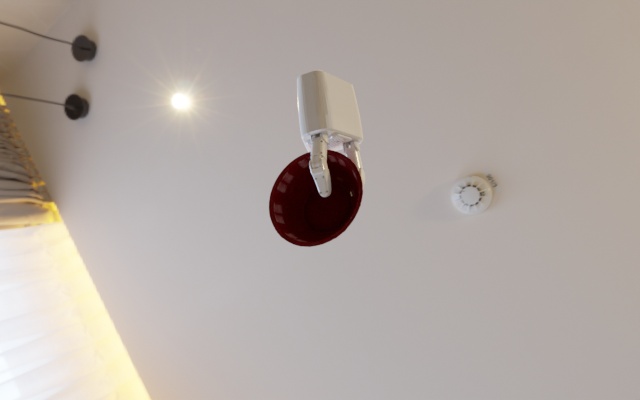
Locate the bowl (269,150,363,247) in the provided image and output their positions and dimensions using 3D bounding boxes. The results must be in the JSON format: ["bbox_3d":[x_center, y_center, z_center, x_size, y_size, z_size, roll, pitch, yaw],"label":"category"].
[{"bbox_3d":[0.000,0.004,0.764,0.162,0.162,0.055,0,-20,26],"label":"bowl"}]
